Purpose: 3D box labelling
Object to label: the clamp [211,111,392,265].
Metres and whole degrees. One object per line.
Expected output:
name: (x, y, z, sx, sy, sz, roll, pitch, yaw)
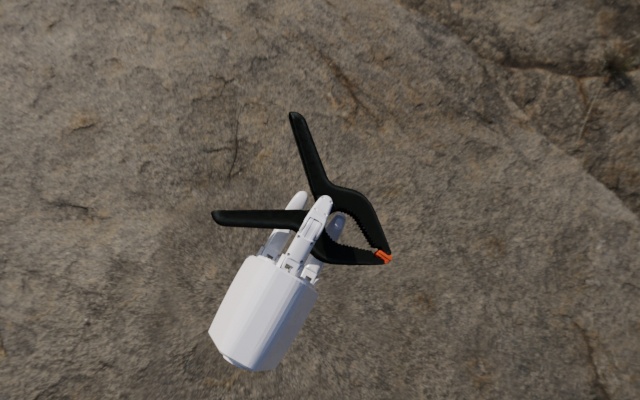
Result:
clamp: (0.001, 0.002, 0.569, 0.210, 0.164, 0.036, 29, -9, -1)
